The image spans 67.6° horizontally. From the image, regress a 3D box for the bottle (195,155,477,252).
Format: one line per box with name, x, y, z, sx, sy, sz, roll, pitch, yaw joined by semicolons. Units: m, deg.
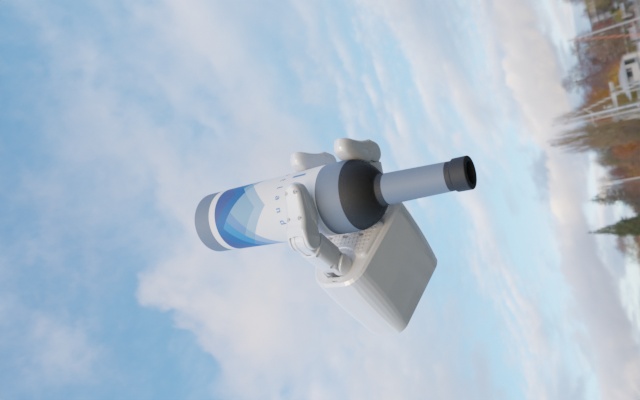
bottle;0.000;0.001;0.457;0.296;0.069;0.069;-11;-7;36
